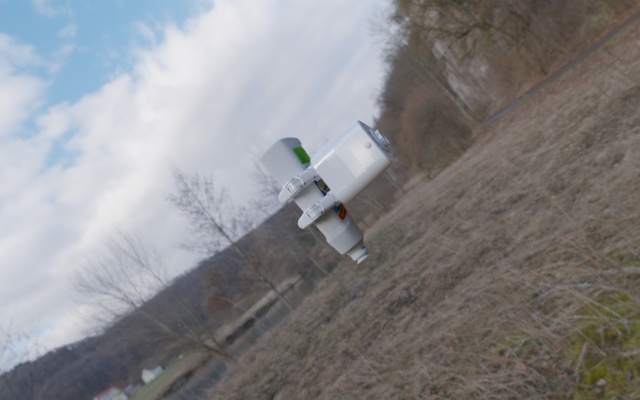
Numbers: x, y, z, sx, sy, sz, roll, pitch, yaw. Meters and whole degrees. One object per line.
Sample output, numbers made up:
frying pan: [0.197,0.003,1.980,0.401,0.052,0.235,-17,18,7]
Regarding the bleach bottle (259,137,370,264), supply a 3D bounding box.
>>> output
bleach bottle: [0.000,0.003,0.847,0.068,0.251,0.102,-40,-6,18]
